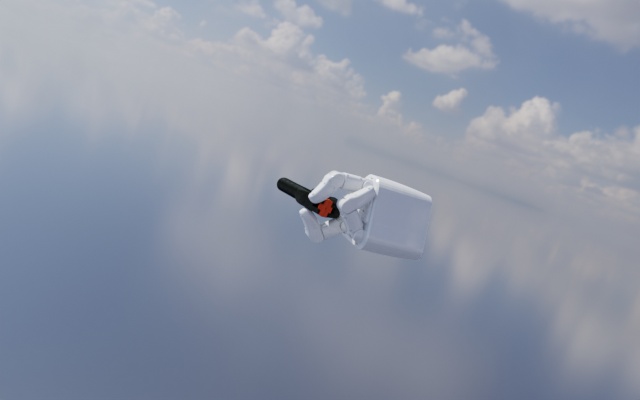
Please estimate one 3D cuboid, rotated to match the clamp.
[{"bbox_3d":[0.000,0.002,0.795,0.120,0.039,0.171,15,9,-22],"label":"clamp"}]
